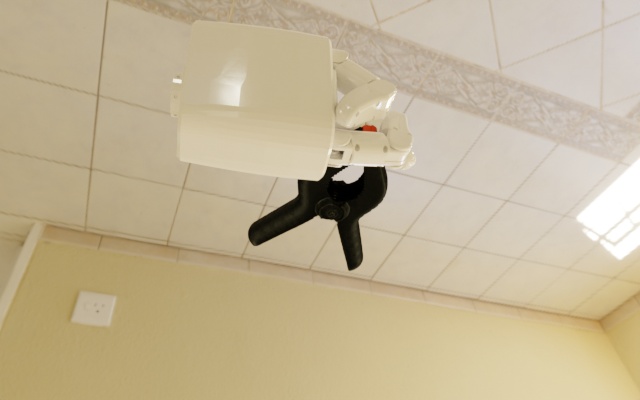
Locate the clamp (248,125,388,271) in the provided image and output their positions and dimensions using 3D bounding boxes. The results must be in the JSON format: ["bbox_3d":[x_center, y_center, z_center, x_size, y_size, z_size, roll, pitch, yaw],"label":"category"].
[{"bbox_3d":[0.000,0.002,0.437,0.120,0.172,0.039,6,43,-12],"label":"clamp"}]
